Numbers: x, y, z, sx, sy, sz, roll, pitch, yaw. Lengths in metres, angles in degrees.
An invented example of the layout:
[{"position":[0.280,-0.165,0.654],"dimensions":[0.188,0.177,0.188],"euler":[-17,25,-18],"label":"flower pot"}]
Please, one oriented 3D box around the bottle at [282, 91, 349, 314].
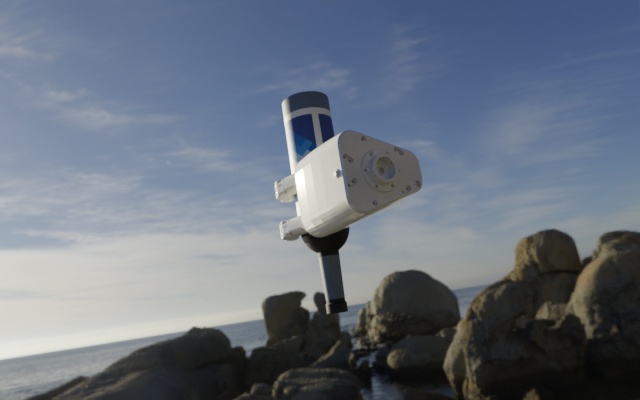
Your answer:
[{"position":[0.000,0.002,0.643],"dimensions":[0.069,0.295,0.069],"euler":[-8,-12,-2],"label":"bottle"}]
